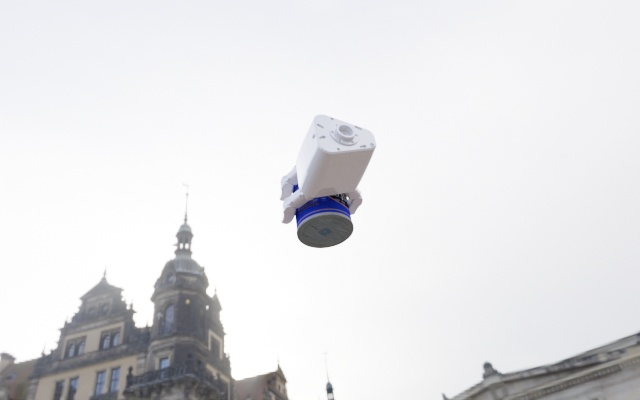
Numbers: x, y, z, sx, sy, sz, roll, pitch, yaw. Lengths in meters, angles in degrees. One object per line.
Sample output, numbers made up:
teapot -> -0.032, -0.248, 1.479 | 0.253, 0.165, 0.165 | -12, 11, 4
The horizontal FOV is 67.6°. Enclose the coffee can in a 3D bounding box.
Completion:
coffee can -> 0.000, 0.003, 0.888 | 0.103, 0.140, 0.103 | -6, -38, -5
